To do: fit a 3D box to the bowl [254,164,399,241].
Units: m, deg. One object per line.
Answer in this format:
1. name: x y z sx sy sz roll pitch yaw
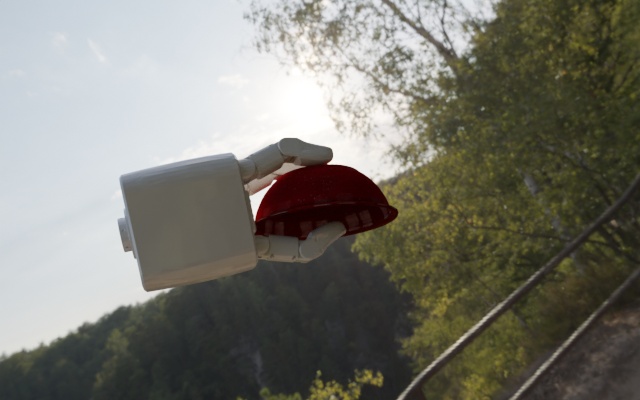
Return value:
1. bowl: 0.001 0.001 0.518 0.162 0.055 0.162 -6 -16 -2
